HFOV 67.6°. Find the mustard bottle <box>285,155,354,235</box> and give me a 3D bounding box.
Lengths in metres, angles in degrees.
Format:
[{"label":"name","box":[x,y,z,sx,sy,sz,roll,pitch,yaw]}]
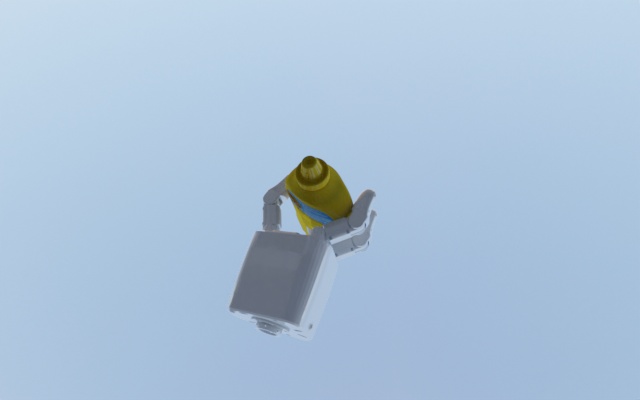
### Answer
[{"label":"mustard bottle","box":[0.000,0.002,0.624,0.096,0.058,0.192,34,-18,24]}]
